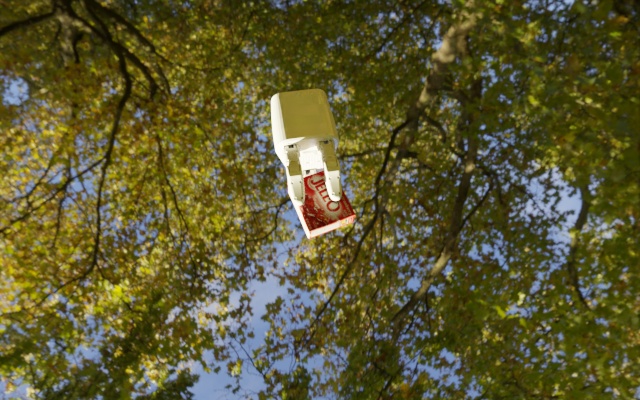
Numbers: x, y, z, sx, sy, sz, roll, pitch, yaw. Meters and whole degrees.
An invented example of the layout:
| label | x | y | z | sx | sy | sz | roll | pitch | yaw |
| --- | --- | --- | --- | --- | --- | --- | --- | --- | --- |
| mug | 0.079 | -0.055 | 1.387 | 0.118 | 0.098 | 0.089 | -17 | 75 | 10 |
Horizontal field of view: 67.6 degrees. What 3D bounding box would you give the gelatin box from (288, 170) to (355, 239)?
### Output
| label | x | y | z | sx | sy | sz | roll | pitch | yaw |
| --- | --- | --- | --- | --- | --- | --- | --- | --- | --- |
| gelatin box | 0.000 | 0.003 | 0.706 | 0.073 | 0.089 | 0.030 | -19 | -25 | -12 |
